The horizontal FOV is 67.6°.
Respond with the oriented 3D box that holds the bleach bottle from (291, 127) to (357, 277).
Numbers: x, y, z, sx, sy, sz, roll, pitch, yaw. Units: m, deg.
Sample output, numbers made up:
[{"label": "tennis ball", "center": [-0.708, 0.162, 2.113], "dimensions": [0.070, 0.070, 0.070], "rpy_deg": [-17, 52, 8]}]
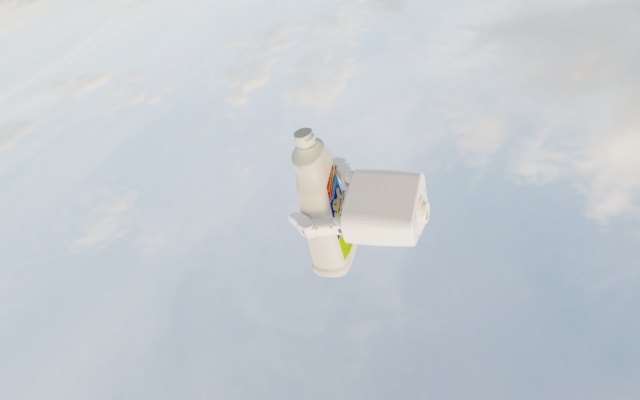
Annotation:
[{"label": "bleach bottle", "center": [0.000, 0.002, 0.763], "dimensions": [0.068, 0.251, 0.102], "rpy_deg": [1, 41, 22]}]
